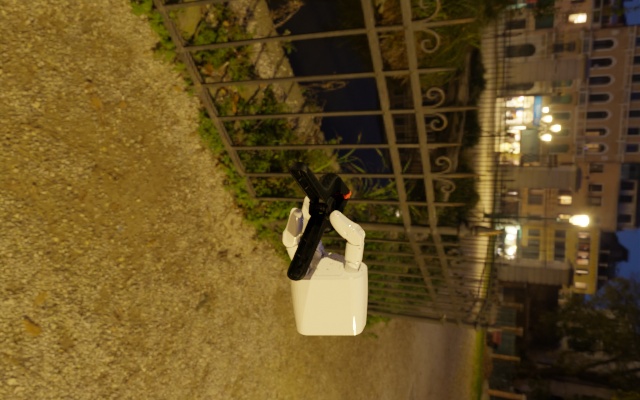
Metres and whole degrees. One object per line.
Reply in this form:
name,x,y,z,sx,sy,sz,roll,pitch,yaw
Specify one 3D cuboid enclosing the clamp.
clamp,0.001,0.002,0.711,0.036,0.165,0.210,8,23,20
